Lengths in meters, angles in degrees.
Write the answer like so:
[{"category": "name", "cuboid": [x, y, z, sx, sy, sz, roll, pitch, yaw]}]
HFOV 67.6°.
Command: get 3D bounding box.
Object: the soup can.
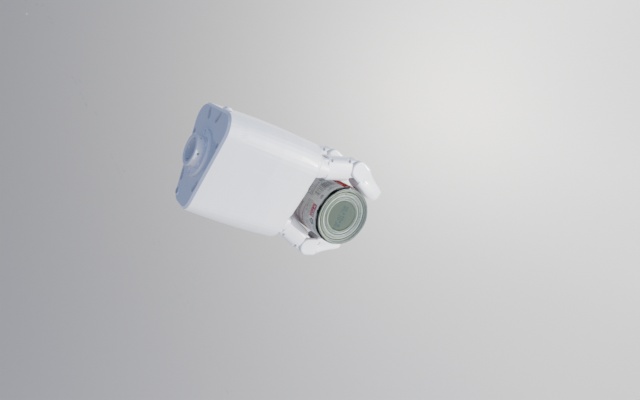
[{"category": "soup can", "cuboid": [0.001, 0.002, 0.561, 0.068, 0.068, 0.102, 0, 18, -31]}]
